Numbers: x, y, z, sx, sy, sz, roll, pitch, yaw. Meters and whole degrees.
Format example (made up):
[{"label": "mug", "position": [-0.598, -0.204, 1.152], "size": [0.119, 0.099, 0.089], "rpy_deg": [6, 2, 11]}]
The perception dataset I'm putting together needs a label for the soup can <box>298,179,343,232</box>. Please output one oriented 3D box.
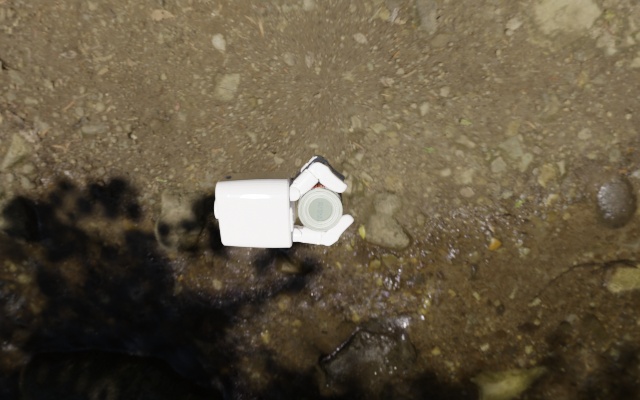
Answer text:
[{"label": "soup can", "position": [0.001, 0.003, 0.736], "size": [0.068, 0.068, 0.102], "rpy_deg": [0, 13, 1]}]
